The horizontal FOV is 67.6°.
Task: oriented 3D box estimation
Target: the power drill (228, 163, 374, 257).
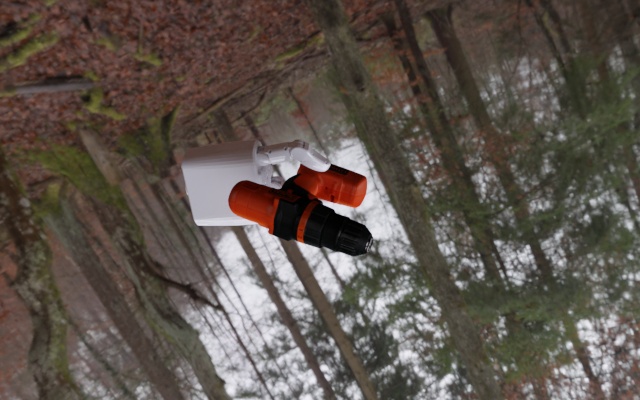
[{"bbox_3d":[0.000,0.002,0.627,0.184,0.057,0.187,21,22,16],"label":"power drill"}]
